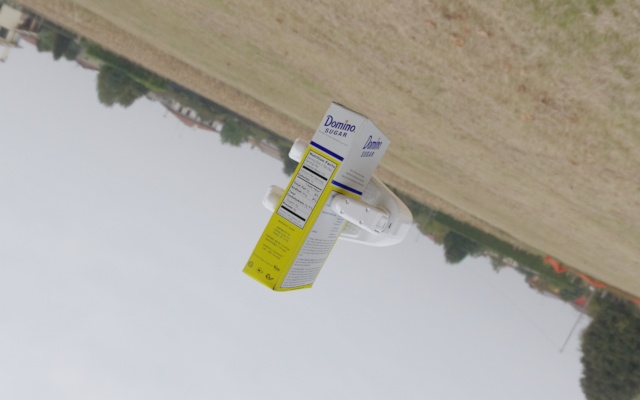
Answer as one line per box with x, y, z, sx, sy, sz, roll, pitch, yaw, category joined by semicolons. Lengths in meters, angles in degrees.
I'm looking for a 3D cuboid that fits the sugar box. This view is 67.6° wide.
0.000;0.001;0.462;0.048;0.176;0.093;28;3;21;sugar box
